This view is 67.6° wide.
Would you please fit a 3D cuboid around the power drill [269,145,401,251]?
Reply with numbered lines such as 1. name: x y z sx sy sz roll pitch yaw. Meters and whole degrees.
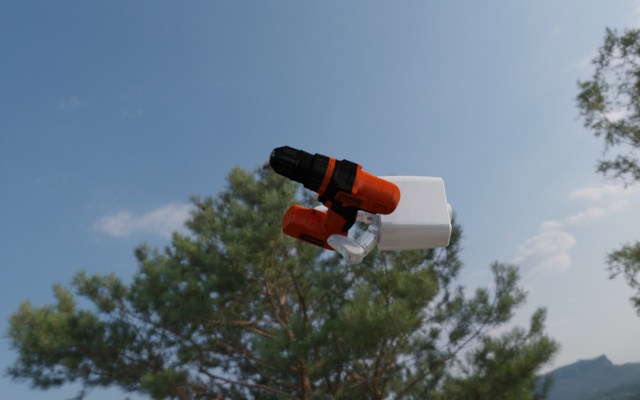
1. power drill: 0.000 0.003 0.698 0.184 0.057 0.188 21 -30 -7
